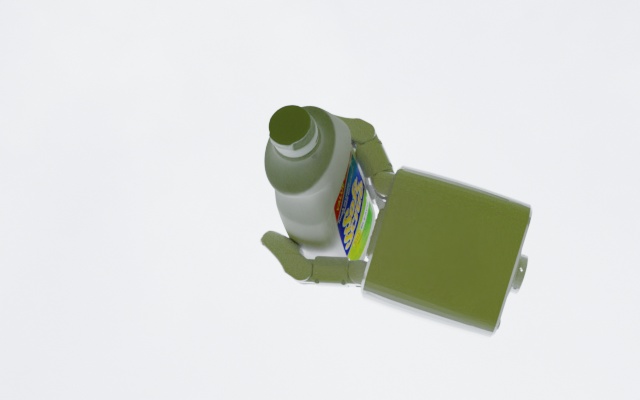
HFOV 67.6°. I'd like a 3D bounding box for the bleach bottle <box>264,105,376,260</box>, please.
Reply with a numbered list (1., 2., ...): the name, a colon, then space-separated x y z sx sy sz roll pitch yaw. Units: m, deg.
1. bleach bottle: 0.000 0.001 0.414 0.068 0.102 0.251 17 -15 16
